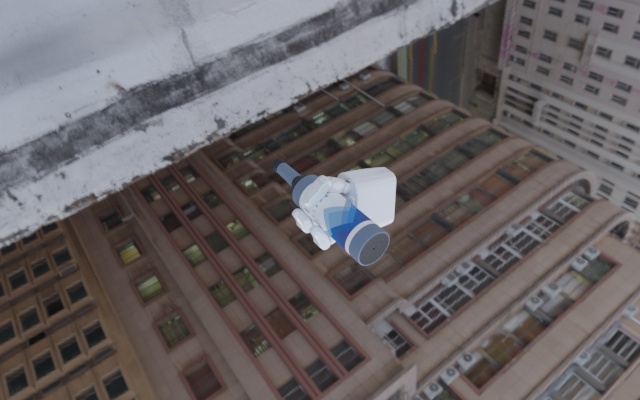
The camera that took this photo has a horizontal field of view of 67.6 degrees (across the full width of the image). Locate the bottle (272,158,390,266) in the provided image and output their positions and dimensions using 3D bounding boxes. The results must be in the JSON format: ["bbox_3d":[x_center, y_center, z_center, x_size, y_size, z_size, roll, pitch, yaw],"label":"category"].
[{"bbox_3d":[0.000,0.003,0.854,0.069,0.069,0.295,0,31,-43],"label":"bottle"}]
